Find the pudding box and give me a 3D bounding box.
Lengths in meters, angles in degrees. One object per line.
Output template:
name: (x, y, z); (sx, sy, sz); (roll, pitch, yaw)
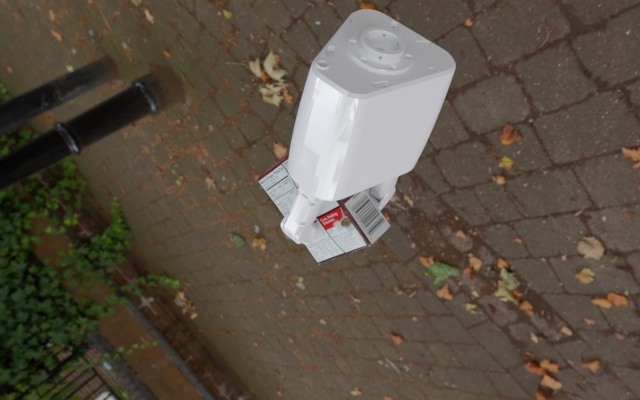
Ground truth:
pudding box: (0.000, 0.002, 0.465); (0.039, 0.113, 0.090); (-38, 6, -37)
